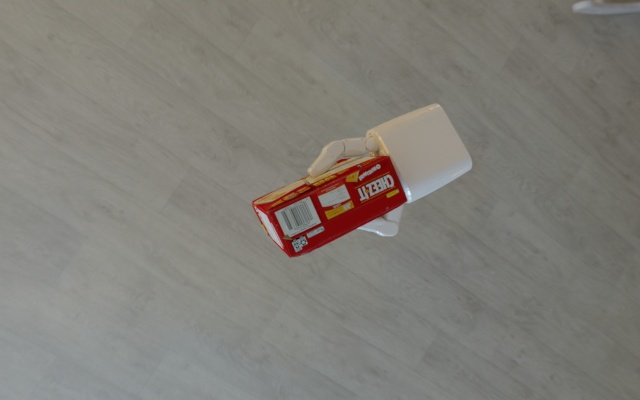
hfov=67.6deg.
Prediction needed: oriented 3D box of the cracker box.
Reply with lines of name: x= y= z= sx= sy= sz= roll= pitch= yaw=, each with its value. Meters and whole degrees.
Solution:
cracker box: x=0.000 y=0.002 z=0.662 sx=0.164 sy=0.072 sz=0.213 roll=-26 pitch=8 yaw=-11
